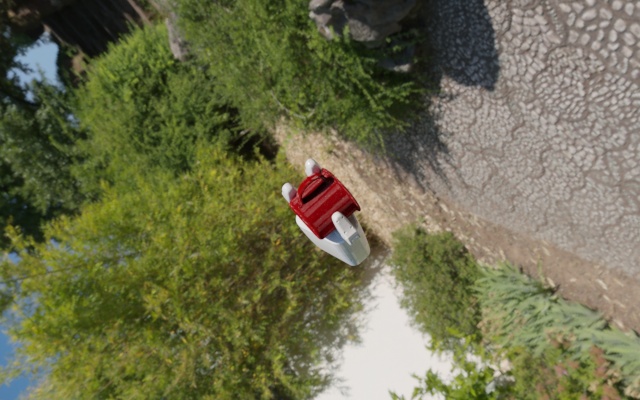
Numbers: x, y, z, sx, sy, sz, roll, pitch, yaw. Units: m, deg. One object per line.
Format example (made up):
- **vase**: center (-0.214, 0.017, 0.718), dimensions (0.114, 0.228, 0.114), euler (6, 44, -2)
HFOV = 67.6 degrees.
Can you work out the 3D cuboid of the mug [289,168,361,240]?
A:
- **mug**: center (0.000, 0.002, 0.756), dimensions (0.093, 0.081, 0.117), euler (44, -7, 37)
